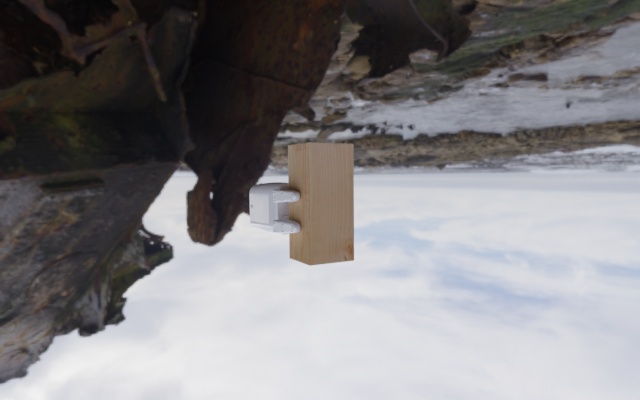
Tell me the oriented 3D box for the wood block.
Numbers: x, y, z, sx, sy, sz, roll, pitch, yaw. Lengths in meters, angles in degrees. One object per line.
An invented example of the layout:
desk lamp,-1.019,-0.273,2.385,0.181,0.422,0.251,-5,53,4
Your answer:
wood block,0.000,0.003,0.850,0.091,0.206,0.090,-3,4,-28
